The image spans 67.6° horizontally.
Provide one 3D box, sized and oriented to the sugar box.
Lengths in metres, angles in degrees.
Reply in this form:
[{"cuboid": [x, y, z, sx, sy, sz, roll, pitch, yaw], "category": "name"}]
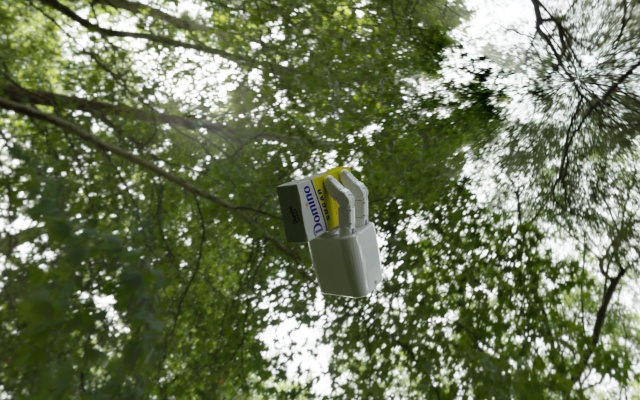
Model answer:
[{"cuboid": [0.001, 0.003, 0.793, 0.048, 0.093, 0.176, -6, 10, 29], "category": "sugar box"}]
